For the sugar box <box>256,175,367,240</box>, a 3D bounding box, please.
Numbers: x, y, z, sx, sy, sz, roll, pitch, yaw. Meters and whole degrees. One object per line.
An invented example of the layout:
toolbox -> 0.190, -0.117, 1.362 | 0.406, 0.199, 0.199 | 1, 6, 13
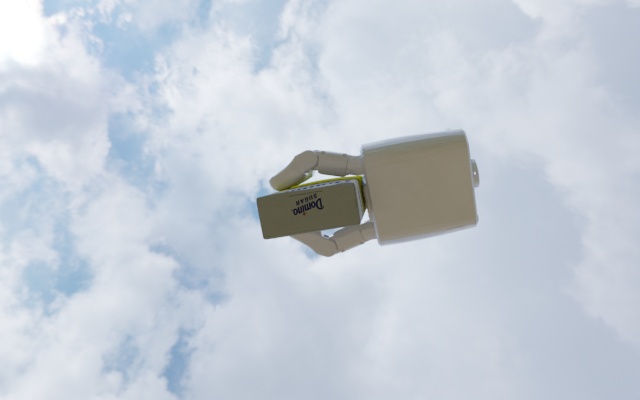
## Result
sugar box -> 0.000, 0.001, 0.509 | 0.093, 0.048, 0.176 | -9, 1, 8
